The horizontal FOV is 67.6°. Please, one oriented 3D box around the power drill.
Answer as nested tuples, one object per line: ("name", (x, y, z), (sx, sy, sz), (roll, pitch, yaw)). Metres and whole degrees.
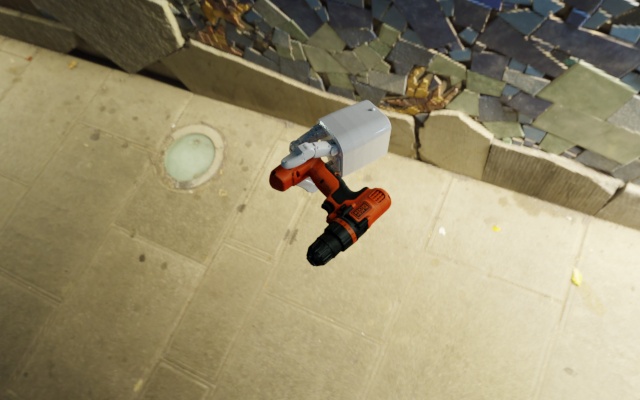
("power drill", (0.000, 0.002, 0.816), (0.184, 0.187, 0.057), (-39, -21, -25))
